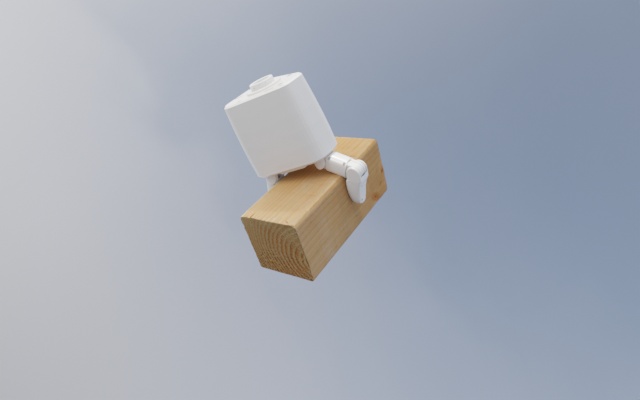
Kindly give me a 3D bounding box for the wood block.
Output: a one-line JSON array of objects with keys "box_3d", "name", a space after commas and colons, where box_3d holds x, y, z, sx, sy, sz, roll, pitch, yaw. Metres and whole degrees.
[{"box_3d": [0.000, 0.002, 0.655, 0.091, 0.090, 0.206, 9, 40, 35], "name": "wood block"}]
